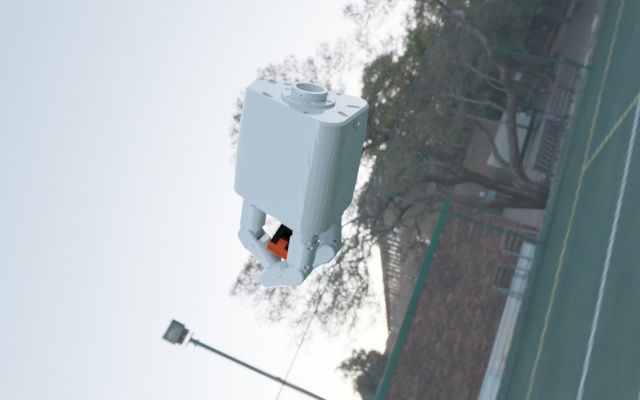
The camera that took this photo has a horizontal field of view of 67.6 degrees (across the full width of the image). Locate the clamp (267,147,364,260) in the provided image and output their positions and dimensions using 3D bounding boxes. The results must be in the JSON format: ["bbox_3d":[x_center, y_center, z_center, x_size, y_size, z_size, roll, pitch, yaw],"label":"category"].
[{"bbox_3d":[-0.001,0.002,0.536,0.039,0.120,0.171,21,31,15],"label":"clamp"}]
